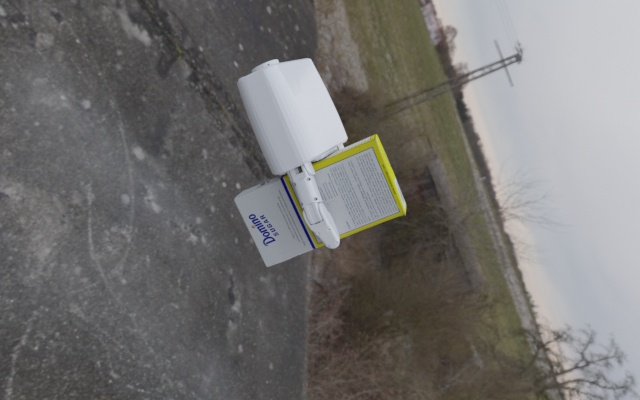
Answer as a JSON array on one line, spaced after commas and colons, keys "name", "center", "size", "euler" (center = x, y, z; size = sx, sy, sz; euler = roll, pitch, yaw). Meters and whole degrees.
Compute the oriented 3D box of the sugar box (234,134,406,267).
[{"name": "sugar box", "center": [0.000, 0.001, 0.548], "size": [0.176, 0.093, 0.048], "euler": [-21, 11, 15]}]
